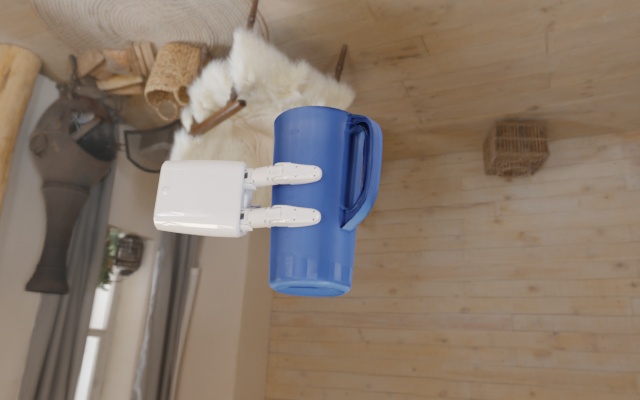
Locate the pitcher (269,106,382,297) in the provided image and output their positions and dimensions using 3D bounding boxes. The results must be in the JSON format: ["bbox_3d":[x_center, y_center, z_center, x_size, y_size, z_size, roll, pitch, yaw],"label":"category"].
[{"bbox_3d":[0.000,0.002,0.647,0.145,0.242,0.149,4,-18,-3],"label":"pitcher"}]
